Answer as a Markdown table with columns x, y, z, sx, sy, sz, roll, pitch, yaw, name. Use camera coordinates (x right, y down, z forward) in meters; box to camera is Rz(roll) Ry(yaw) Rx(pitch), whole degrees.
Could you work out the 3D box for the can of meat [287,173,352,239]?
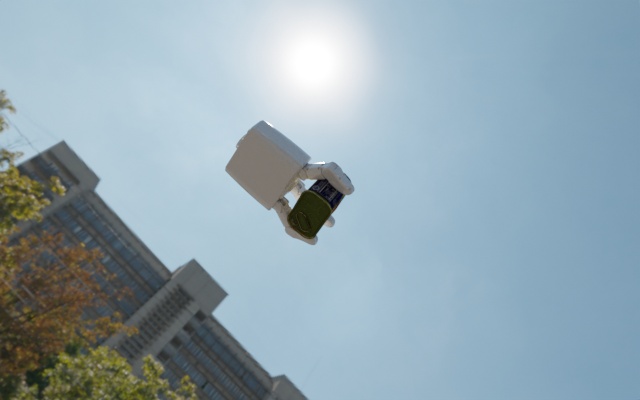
| x | y | z | sx | sy | sz | roll | pitch | yaw | name |
| --- | --- | --- | --- | --- | --- | --- | --- | --- | --- |
| 0.000 | 0.002 | 0.793 | 0.084 | 0.057 | 0.102 | -48 | -5 | -43 | can of meat |
